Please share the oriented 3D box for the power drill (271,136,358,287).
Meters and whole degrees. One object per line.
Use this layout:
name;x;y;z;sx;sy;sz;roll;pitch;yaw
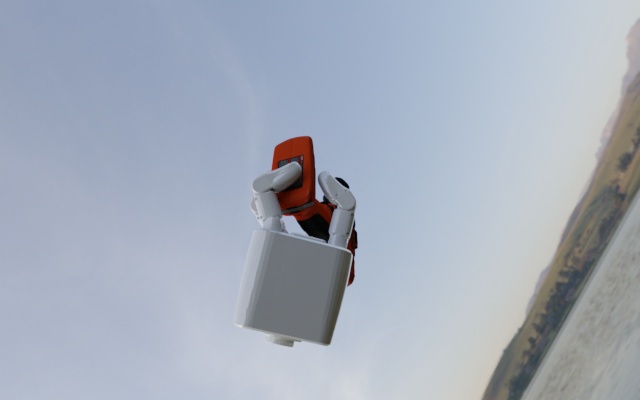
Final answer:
power drill;0.000;0.002;0.642;0.057;0.184;0.188;-16;-41;18
